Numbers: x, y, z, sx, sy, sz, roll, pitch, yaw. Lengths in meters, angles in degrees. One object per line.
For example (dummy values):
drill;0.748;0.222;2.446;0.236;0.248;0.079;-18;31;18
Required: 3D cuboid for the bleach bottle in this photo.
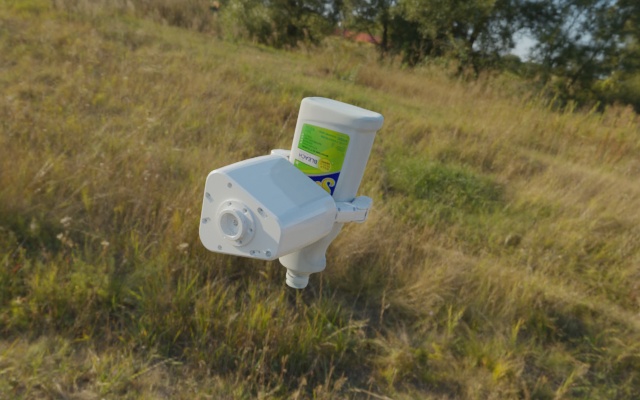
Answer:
bleach bottle;0.000;0.002;0.614;0.102;0.251;0.068;22;22;23
